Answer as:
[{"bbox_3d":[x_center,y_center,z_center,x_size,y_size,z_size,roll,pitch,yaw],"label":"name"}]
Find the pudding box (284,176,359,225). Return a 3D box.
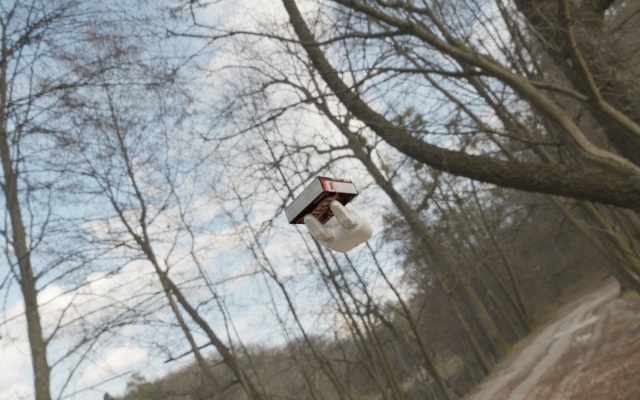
[{"bbox_3d":[0.000,0.003,0.884,0.090,0.039,0.113,3,-38,-44],"label":"pudding box"}]
